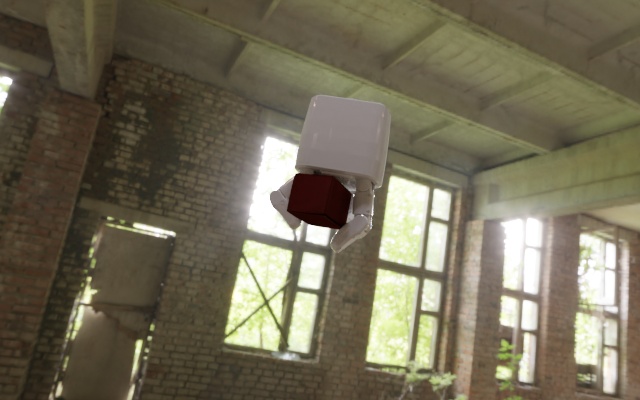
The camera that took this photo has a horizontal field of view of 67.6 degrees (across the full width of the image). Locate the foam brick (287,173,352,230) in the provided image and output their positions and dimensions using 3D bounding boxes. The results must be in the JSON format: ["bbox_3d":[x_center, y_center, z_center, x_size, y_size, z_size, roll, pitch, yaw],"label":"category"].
[{"bbox_3d":[0.000,0.002,0.604,0.053,0.051,0.078,7,-13,23],"label":"foam brick"}]
